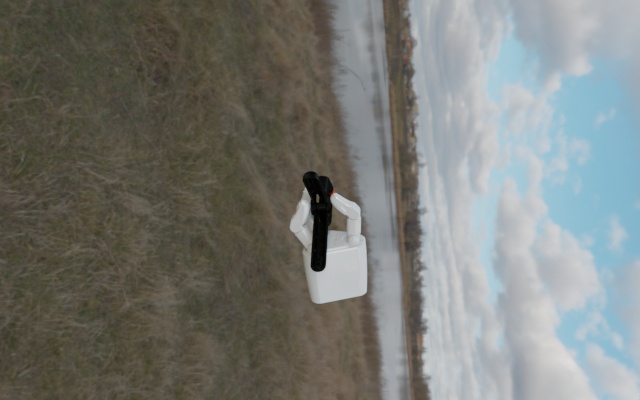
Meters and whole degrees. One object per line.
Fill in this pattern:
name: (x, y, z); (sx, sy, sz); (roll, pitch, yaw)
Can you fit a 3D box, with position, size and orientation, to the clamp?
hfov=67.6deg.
clamp: (0.001, 0.003, 0.827); (0.036, 0.165, 0.210); (-1, 23, 8)
